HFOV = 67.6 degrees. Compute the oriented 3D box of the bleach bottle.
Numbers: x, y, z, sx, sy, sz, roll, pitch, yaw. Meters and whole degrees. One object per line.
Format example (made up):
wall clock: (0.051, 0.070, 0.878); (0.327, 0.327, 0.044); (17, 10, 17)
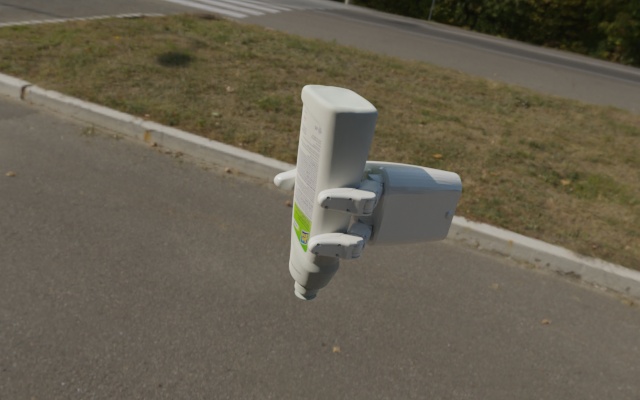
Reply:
bleach bottle: (0.000, 0.002, 0.559); (0.068, 0.251, 0.102); (1, 27, -21)
